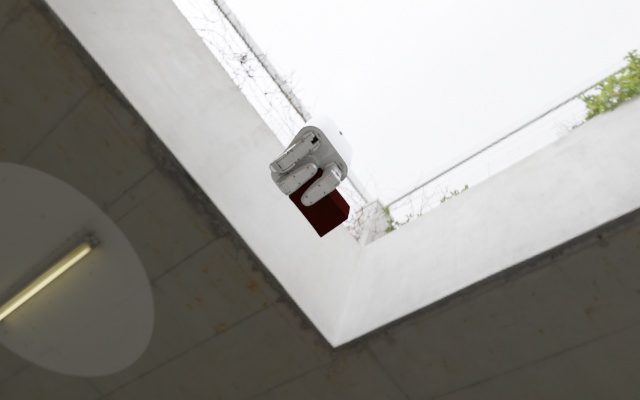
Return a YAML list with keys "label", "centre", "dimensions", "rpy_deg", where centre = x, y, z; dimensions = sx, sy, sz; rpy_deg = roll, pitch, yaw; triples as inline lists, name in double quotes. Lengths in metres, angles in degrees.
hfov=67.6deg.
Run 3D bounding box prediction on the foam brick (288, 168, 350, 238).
- label: "foam brick"
  centre: [0.000, 0.003, 0.692]
  dimensions: [0.053, 0.078, 0.051]
  rpy_deg: [-34, 12, 17]
